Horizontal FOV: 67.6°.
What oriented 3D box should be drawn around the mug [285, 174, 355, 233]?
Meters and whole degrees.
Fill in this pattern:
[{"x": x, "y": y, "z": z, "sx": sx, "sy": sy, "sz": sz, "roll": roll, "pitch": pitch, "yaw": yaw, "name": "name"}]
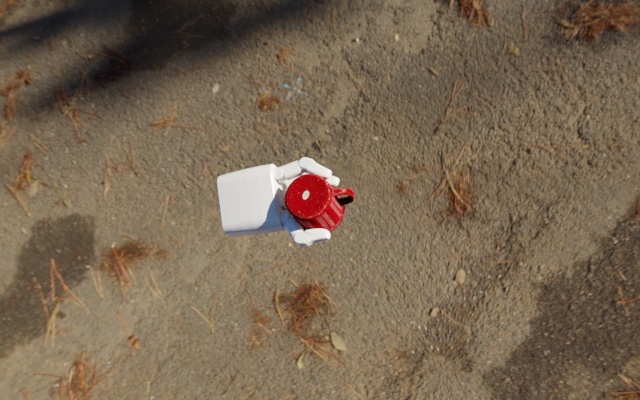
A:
[{"x": 0.001, "y": 0.002, "z": 0.810, "sx": 0.117, "sy": 0.093, "sz": 0.081, "roll": -12, "pitch": -21, "yaw": 12, "name": "mug"}]
